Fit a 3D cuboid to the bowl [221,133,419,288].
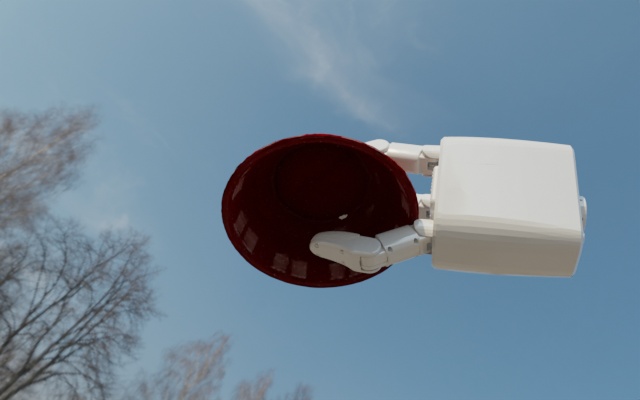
[{"bbox_3d":[-0.001,0.001,0.410,0.162,0.162,0.055,0,38,1],"label":"bowl"}]
